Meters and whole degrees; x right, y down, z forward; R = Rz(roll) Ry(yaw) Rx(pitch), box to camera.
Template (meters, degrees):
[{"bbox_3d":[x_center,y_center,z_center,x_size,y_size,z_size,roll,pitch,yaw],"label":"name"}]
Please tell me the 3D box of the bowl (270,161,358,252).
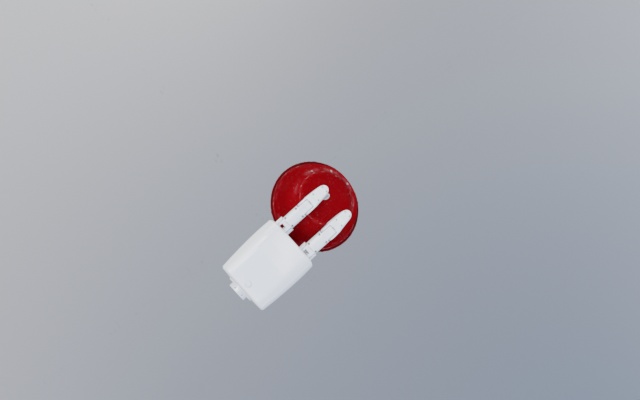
[{"bbox_3d":[0.001,0.001,0.804,0.162,0.162,0.055,0,-15,-20],"label":"bowl"}]
